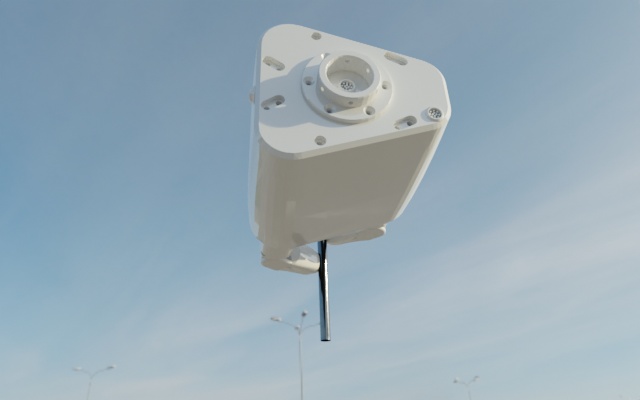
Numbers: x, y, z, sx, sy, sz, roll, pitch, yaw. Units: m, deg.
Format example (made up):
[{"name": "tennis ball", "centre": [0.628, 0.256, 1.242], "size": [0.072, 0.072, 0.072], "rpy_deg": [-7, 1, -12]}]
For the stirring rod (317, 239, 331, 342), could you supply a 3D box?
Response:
[{"name": "stirring rod", "centre": [0.000, 0.001, 0.422], "size": [0.011, 0.239, 0.011], "rpy_deg": [-2, -28, -1]}]
